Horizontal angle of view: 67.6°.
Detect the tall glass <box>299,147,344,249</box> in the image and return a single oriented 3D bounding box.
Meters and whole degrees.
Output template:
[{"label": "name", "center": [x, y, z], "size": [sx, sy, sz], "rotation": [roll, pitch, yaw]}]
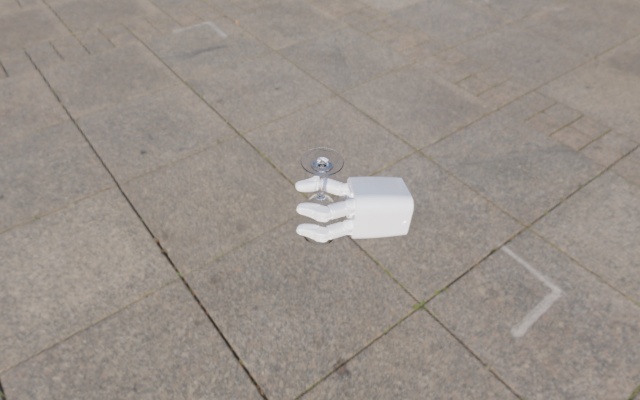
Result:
[{"label": "tall glass", "center": [0.000, 0.002, 0.884], "size": [0.079, 0.079, 0.201], "rotation": [2, -45, -2]}]
